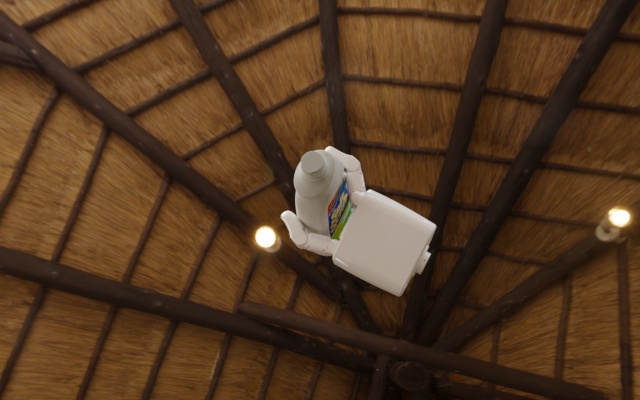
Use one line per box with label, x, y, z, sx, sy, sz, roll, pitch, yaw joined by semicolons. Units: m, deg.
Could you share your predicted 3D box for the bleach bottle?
bleach bottle;0.000;0.002;0.692;0.068;0.102;0.251;26;-14;15
